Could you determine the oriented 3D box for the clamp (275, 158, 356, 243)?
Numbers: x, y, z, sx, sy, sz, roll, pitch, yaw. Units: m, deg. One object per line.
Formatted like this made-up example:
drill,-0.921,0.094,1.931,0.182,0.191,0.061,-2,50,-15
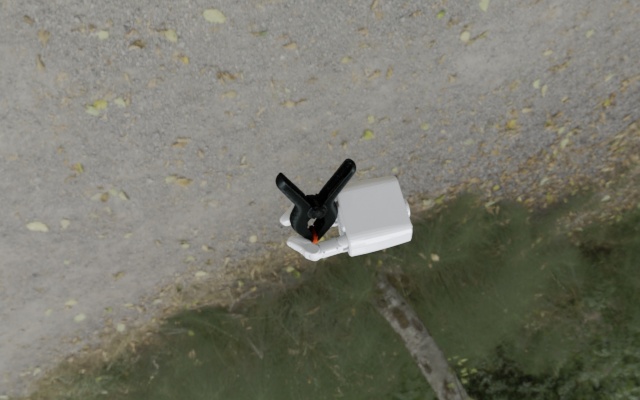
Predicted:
clamp,0.000,0.003,0.739,0.120,0.039,0.172,-13,-36,-4
